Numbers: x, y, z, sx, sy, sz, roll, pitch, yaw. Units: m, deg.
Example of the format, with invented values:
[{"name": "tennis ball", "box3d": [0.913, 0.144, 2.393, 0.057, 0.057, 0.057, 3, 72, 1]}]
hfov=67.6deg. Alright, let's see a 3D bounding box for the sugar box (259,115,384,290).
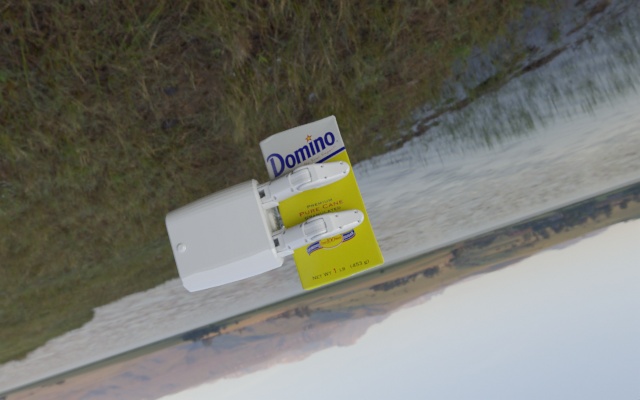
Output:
[{"name": "sugar box", "box3d": [0.000, 0.002, 0.535, 0.093, 0.176, 0.048, -19, -10, 2]}]
